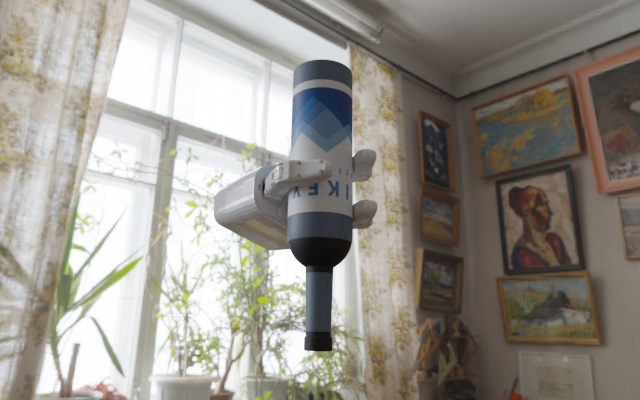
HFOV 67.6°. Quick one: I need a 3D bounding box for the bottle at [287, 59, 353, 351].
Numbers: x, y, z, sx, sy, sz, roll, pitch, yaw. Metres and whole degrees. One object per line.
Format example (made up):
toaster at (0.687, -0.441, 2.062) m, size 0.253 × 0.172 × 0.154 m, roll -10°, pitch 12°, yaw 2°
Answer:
bottle at (0.000, 0.001, 0.494) m, size 0.069 × 0.295 × 0.069 m, roll 1°, pitch -16°, yaw 0°
